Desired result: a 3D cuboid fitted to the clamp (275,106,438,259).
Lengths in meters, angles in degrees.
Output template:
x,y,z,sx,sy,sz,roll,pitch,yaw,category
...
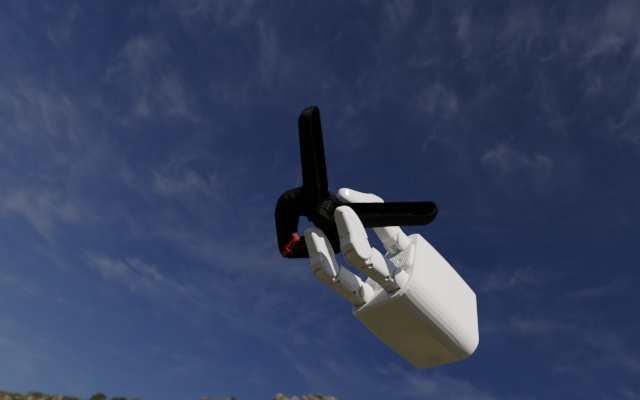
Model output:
x,y,z,sx,sy,sz,roll,pitch,yaw,category
0.000,0.002,0.523,0.210,0.164,0.036,-36,13,46,clamp
